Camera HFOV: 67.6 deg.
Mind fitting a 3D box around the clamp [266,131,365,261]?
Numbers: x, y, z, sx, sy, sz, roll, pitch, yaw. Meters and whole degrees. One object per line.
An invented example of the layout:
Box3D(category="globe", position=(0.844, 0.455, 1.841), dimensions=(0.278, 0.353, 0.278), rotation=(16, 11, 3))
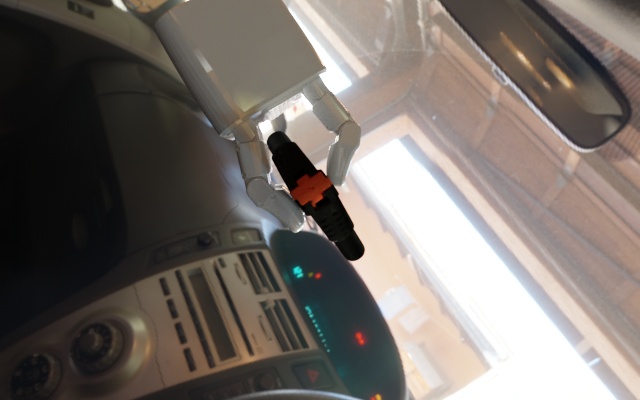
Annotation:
Box3D(category="clamp", position=(0.001, 0.001, 0.433), dimensions=(0.036, 0.164, 0.210), rotation=(-36, 6, 0))
